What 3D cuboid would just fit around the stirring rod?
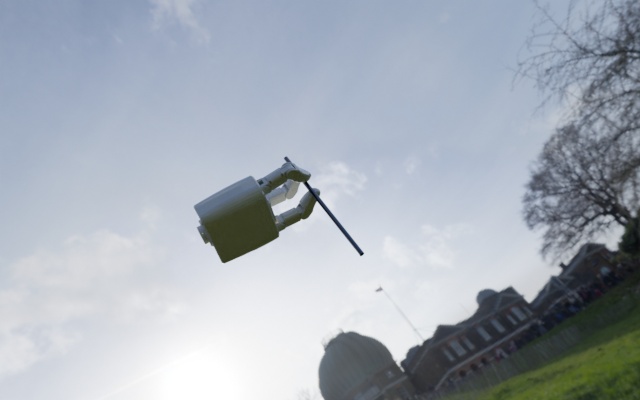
[{"bbox_3d":[0.000,0.003,0.775,0.011,0.011,0.239,0,40,-42],"label":"stirring rod"}]
